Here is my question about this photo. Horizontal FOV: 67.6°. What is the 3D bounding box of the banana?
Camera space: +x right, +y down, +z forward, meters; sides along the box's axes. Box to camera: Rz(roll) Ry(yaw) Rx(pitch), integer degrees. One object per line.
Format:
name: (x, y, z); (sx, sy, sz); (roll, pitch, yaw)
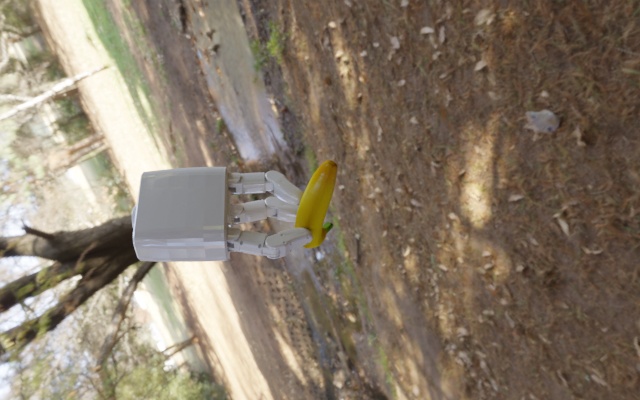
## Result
banana: (-0.008, 0.019, 0.612); (0.037, 0.069, 0.198); (24, -23, 8)
